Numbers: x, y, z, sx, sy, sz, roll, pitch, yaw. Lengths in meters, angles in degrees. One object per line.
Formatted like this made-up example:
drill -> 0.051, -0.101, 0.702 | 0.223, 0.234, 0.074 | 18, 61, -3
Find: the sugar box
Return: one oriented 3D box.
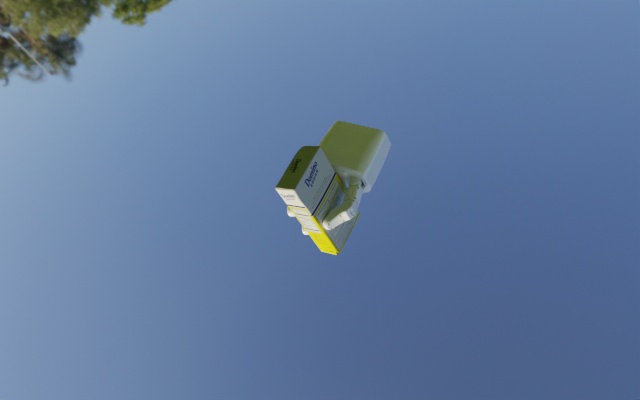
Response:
sugar box -> 0.000, 0.002, 0.786 | 0.048, 0.093, 0.176 | 5, -36, 38
